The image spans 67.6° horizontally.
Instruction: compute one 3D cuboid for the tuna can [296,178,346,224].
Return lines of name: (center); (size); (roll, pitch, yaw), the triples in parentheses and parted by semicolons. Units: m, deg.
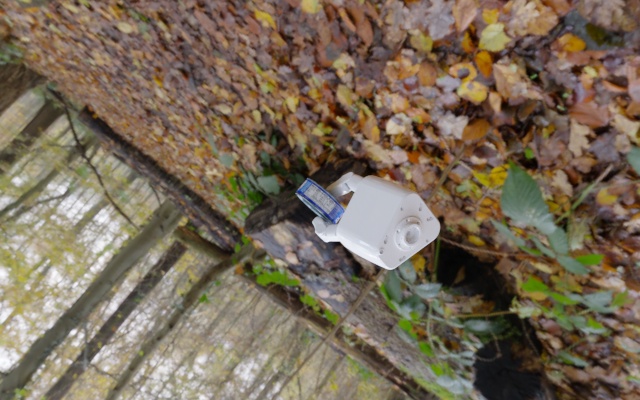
tuna can: (0.000, 0.003, 0.795); (0.086, 0.034, 0.086); (40, -6, 5)
